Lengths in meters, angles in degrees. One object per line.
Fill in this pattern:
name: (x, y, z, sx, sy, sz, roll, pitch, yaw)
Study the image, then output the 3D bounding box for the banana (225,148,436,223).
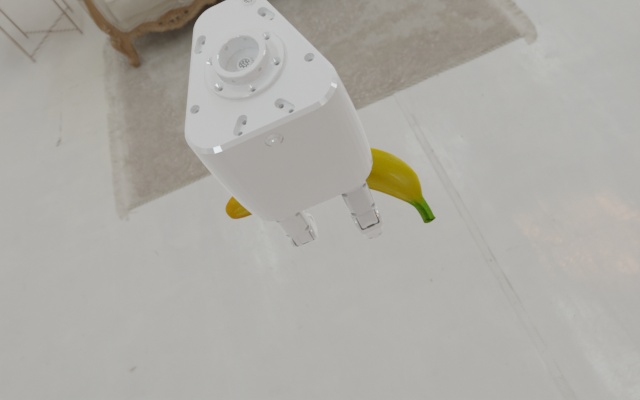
banana: (0.005, -0.017, 0.442, 0.198, 0.069, 0.037, 1, -14, 14)
